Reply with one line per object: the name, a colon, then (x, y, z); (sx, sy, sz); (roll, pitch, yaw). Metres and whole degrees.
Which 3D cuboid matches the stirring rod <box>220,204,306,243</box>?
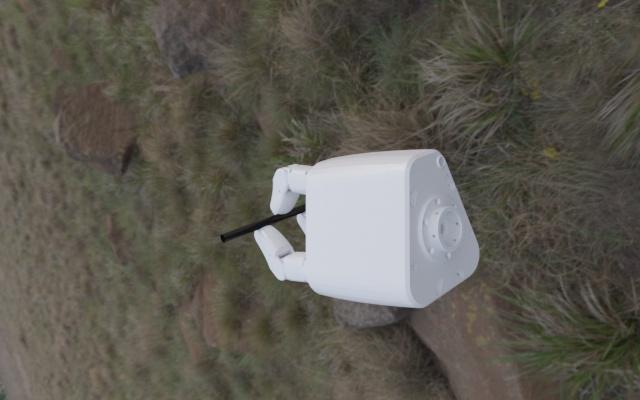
stirring rod: (0.000, 0.002, 0.505); (0.239, 0.011, 0.011); (-20, 13, -39)
